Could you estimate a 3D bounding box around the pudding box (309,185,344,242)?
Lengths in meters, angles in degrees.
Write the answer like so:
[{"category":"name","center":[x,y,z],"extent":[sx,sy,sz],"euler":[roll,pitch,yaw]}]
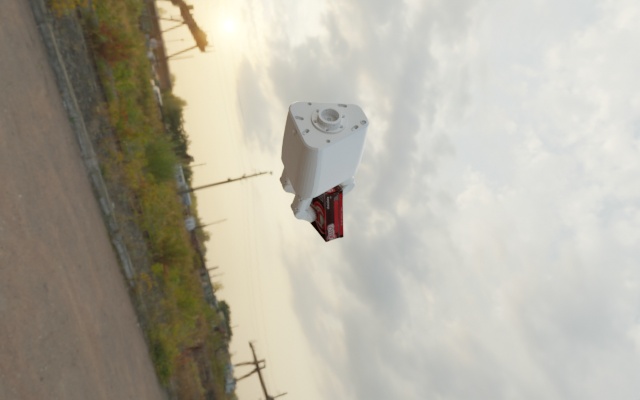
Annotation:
[{"category":"pudding box","center":[0.000,0.003,0.795],"extent":[0.039,0.090,0.113],"euler":[-11,29,-18]}]
